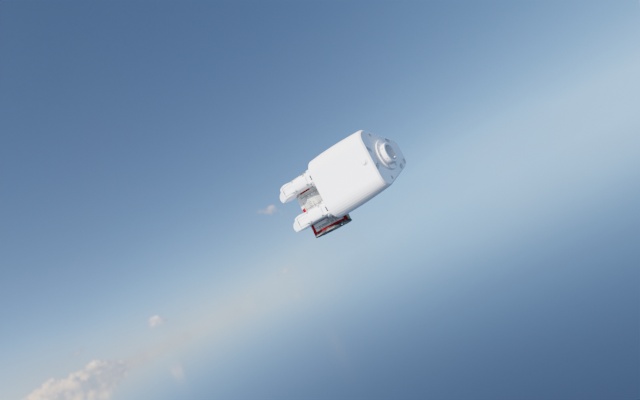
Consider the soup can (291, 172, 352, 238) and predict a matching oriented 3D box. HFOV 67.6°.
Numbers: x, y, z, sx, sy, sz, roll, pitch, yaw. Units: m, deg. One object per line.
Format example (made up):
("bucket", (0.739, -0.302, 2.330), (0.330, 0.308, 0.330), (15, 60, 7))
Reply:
("soup can", (0.000, 0.003, 0.797), (0.068, 0.102, 0.068), (-26, -7, -4))
